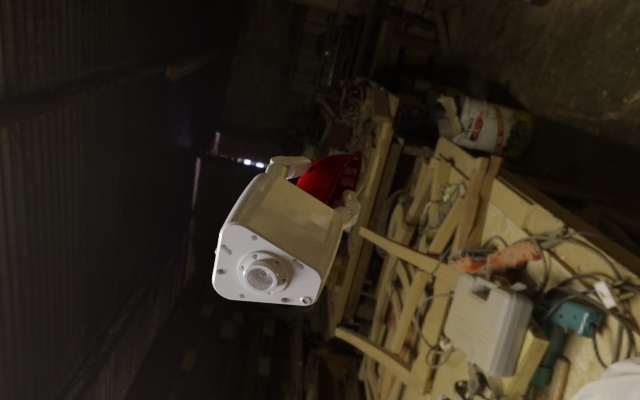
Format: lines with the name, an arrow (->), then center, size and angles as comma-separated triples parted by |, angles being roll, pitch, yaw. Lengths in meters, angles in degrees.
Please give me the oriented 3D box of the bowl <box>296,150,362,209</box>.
bowl -> 0.000, 0.002, 0.632 | 0.055, 0.162, 0.162 | 22, 5, 12
